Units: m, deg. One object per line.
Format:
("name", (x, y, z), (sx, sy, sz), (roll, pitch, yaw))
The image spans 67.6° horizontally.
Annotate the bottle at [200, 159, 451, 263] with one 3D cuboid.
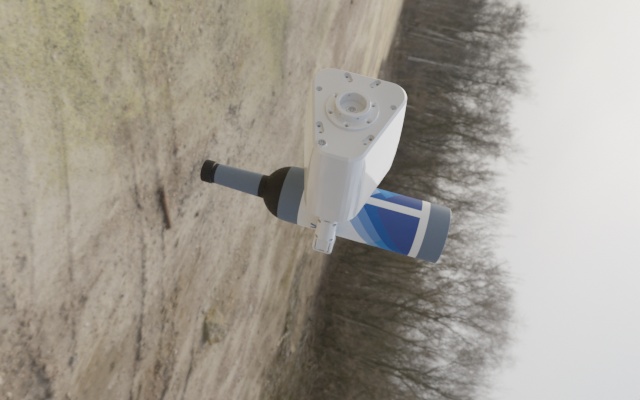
("bottle", (0.000, 0.002, 0.567), (0.295, 0.069, 0.069), (15, 1, 5))
